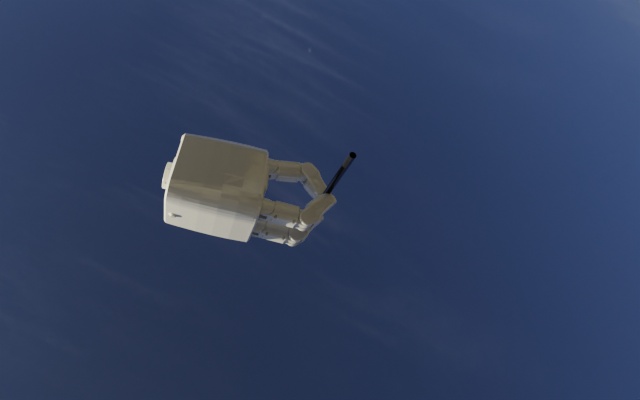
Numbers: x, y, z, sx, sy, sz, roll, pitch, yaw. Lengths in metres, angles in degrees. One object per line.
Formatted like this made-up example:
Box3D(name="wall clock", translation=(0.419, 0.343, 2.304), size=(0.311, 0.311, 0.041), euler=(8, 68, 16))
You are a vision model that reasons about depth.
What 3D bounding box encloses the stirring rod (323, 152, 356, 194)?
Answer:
Box3D(name="stirring rod", translation=(0.000, 0.002, 0.610), size=(0.011, 0.011, 0.240), euler=(0, -25, -18))
